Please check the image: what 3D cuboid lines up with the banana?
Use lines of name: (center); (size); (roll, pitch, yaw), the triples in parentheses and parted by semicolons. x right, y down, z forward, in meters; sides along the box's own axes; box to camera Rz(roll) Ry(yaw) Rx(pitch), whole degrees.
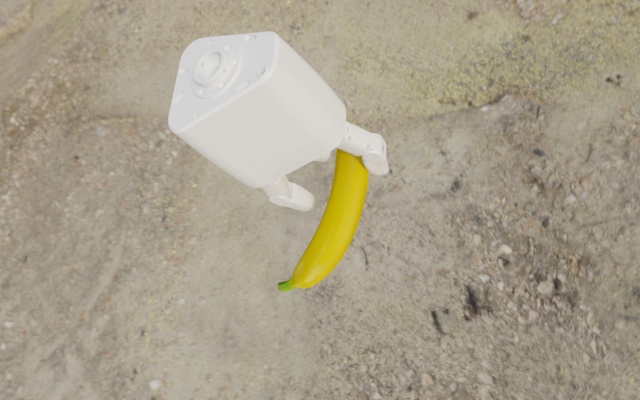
banana: (0.013, 0.009, 0.493); (0.069, 0.198, 0.037); (18, -9, 39)
